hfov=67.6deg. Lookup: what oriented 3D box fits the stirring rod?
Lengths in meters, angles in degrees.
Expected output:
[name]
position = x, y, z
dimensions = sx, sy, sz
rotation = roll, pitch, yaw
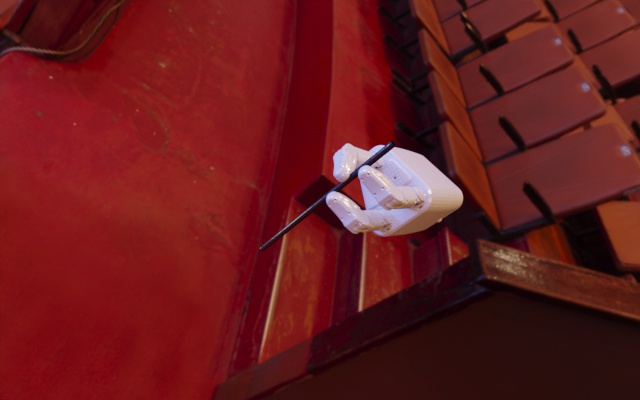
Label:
[stirring rod]
position = 0.000, 0.002, 0.580
dimensions = 0.240, 0.011, 0.011
rotation = -39, -24, 33
